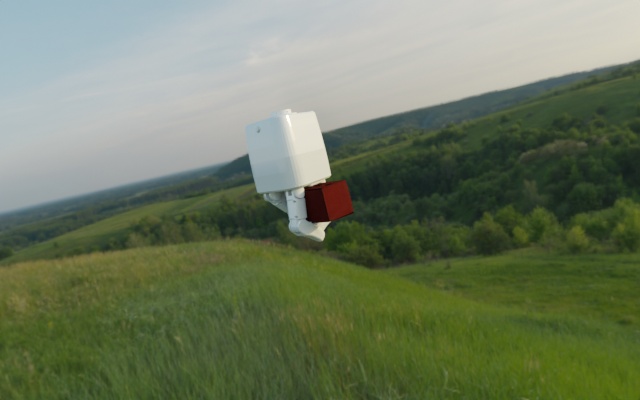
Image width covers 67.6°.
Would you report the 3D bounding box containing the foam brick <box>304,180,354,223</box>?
[{"bbox_3d":[0.000,0.002,0.708,0.053,0.051,0.078,-19,9,-42],"label":"foam brick"}]
